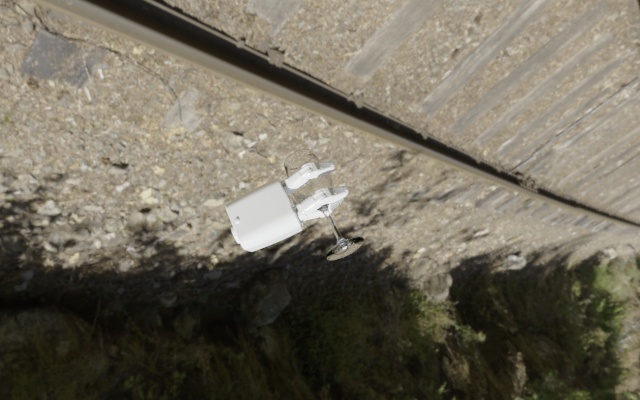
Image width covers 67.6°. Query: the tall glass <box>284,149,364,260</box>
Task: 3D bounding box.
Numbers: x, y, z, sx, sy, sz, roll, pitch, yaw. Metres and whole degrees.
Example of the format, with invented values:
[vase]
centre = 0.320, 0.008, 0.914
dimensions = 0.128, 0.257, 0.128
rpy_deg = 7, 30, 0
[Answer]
[tall glass]
centre = 0.001, 0.003, 0.857
dimensions = 0.079, 0.201, 0.079
rpy_deg = -22, -25, -11
